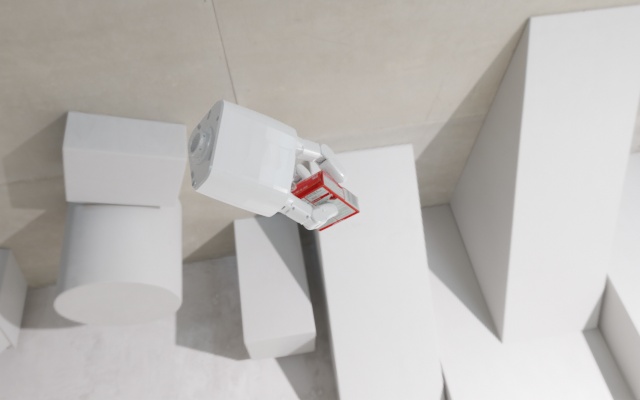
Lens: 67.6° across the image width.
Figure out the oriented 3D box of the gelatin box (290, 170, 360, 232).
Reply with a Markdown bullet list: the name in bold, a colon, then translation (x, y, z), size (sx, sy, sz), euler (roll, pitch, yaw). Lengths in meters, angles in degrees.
- **gelatin box**: translation (0.000, 0.003, 0.667), size (0.073, 0.030, 0.089), euler (-28, -43, 28)
